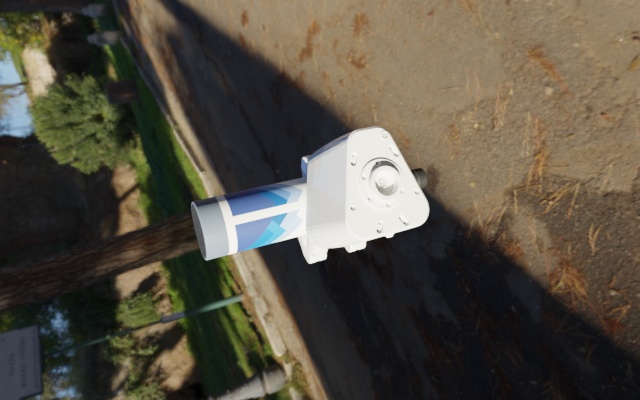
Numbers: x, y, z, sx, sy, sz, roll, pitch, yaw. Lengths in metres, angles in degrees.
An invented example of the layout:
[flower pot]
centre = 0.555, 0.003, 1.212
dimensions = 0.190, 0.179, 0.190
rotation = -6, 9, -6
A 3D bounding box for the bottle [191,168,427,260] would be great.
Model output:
[bottle]
centre = 0.000, 0.002, 0.576
dimensions = 0.295, 0.069, 0.069
rotation = -13, 5, -22
